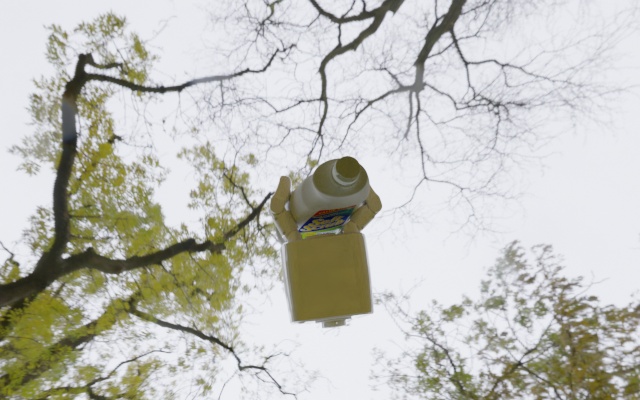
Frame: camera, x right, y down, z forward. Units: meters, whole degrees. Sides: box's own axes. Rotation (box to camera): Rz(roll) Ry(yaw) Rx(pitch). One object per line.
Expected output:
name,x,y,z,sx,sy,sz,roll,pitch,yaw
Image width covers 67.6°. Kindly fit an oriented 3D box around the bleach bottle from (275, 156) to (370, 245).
bleach bottle,0.000,0.002,0.649,0.102,0.068,0.251,-4,-17,-12
